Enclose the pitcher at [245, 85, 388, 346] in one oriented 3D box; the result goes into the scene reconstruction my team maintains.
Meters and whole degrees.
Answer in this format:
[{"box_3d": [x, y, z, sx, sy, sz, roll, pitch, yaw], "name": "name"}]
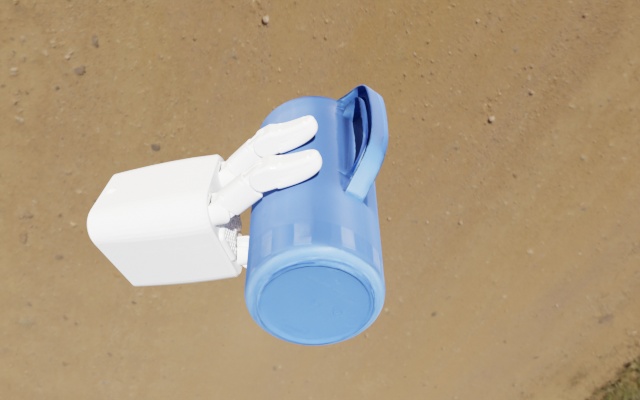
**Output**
[{"box_3d": [0.000, 0.002, 0.449, 0.145, 0.149, 0.242, -8, 36, 4], "name": "pitcher"}]
